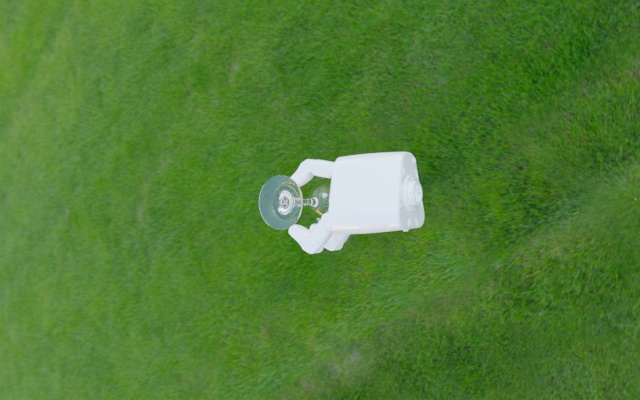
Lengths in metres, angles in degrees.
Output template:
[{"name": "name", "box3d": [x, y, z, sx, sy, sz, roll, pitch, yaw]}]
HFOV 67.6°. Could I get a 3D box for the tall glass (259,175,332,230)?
[{"name": "tall glass", "box3d": [0.000, 0.002, 0.727, 0.079, 0.079, 0.201, 0, 0, 33]}]
